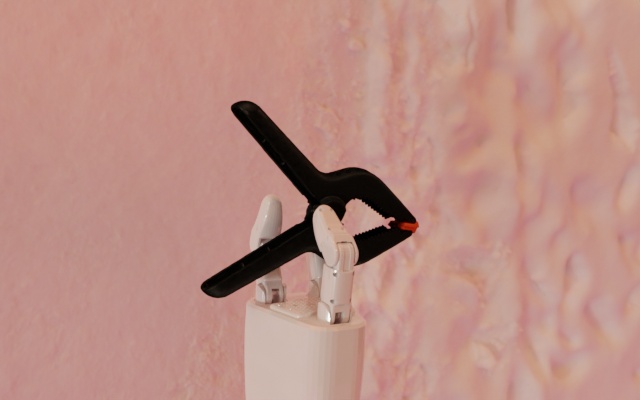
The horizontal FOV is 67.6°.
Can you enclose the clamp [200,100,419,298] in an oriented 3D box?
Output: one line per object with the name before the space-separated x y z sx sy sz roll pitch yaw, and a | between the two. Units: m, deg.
clamp | 0.001 0.002 0.434 0.210 0.164 0.036 2 6 -27
